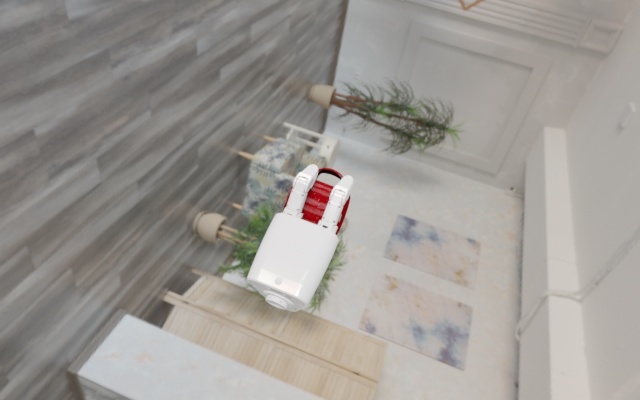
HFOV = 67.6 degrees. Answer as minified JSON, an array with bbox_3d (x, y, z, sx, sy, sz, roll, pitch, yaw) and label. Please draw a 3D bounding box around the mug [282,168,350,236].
[{"bbox_3d":[0.001,0.001,0.744,0.081,0.117,0.093,21,-23,11],"label":"mug"}]
